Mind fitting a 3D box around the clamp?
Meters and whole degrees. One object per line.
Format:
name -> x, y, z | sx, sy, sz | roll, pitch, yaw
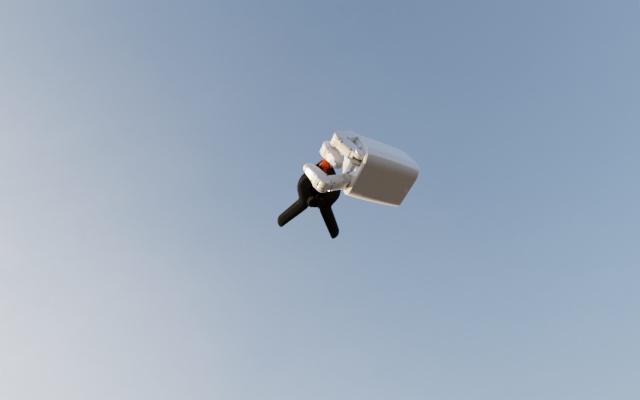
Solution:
clamp -> 0.000, 0.002, 0.883 | 0.120, 0.172, 0.039 | 16, 40, -14
